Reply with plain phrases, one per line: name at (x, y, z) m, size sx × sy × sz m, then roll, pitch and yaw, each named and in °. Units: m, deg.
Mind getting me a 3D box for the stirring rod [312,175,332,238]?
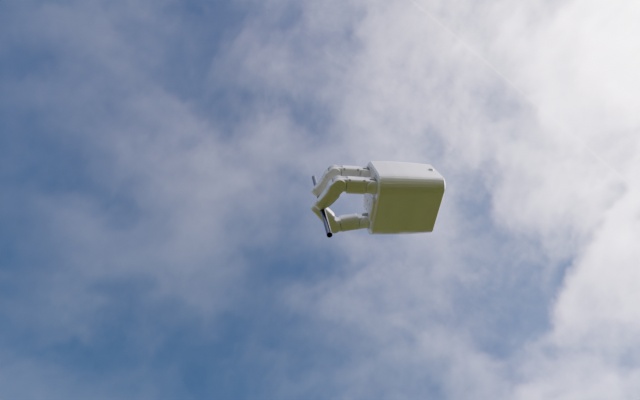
stirring rod at (0.000, 0.003, 0.756) m, size 0.011 × 0.011 × 0.239 m, roll 0°, pitch 22°, yaw -6°
